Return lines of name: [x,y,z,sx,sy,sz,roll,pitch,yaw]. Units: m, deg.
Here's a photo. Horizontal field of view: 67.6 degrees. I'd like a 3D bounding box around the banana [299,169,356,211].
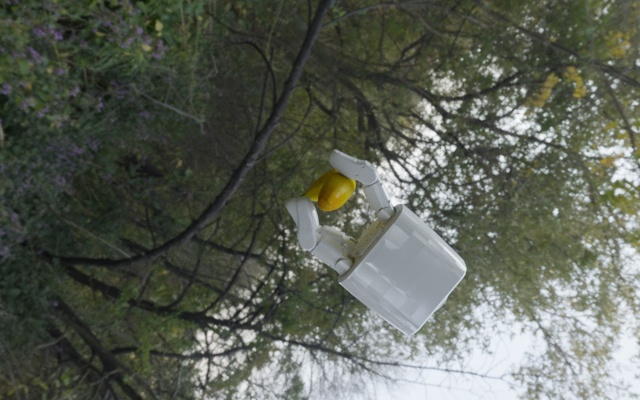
banana: [0.012,-0.011,0.596,0.037,0.069,0.198,45,-8,-6]
